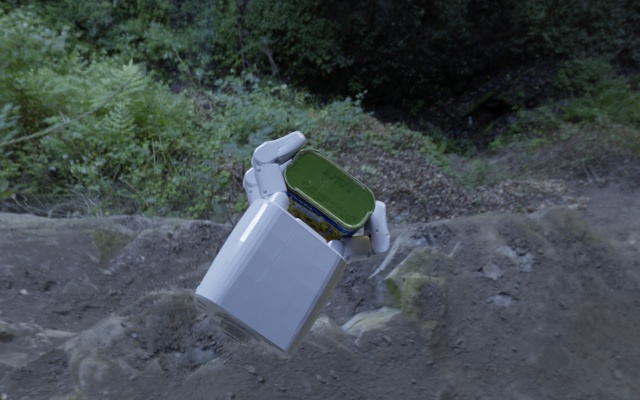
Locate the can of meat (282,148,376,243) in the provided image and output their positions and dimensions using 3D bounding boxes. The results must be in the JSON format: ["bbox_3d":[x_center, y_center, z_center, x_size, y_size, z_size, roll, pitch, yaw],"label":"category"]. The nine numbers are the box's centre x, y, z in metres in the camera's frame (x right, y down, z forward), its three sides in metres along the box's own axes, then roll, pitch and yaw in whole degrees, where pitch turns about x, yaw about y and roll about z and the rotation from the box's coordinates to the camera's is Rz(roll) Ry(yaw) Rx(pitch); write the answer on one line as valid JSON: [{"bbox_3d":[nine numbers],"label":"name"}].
[{"bbox_3d":[0.000,0.002,0.504,0.102,0.057,0.084,36,-24,0],"label":"can of meat"}]
